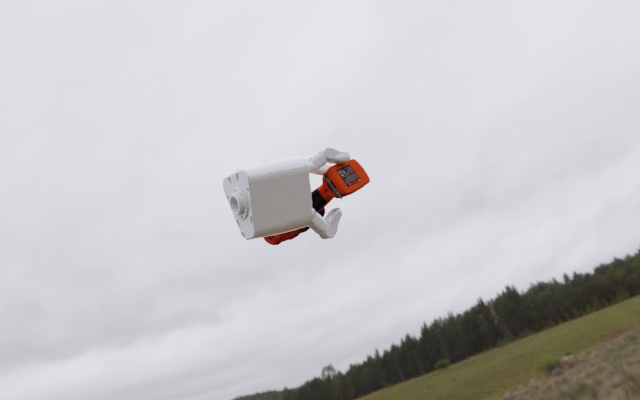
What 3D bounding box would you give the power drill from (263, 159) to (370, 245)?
[{"bbox_3d":[0.000,0.003,0.866,0.188,0.057,0.184,-41,-6,32],"label":"power drill"}]
